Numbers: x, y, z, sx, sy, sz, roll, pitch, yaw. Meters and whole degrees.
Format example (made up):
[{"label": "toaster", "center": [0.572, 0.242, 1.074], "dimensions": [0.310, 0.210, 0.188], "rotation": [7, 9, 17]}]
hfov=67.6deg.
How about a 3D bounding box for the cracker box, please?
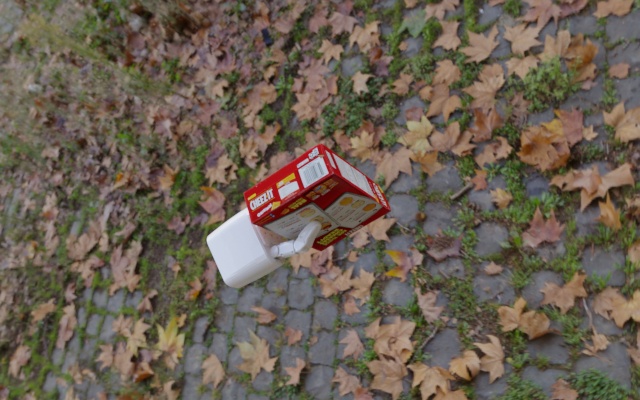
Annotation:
[{"label": "cracker box", "center": [0.000, 0.003, 0.827], "dimensions": [0.164, 0.072, 0.214], "rotation": [-32, -31, 20]}]
